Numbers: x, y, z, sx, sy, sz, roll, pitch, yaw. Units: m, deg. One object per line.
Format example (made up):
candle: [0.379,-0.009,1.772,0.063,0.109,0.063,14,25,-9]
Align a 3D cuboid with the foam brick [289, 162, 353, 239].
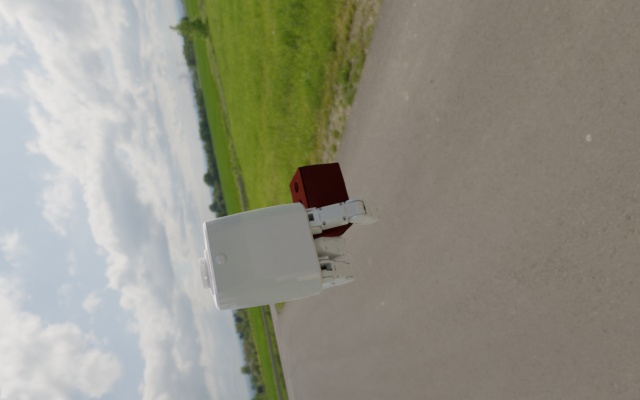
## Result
foam brick: [0.000,0.002,0.558,0.051,0.078,0.053,-8,-19,-19]
